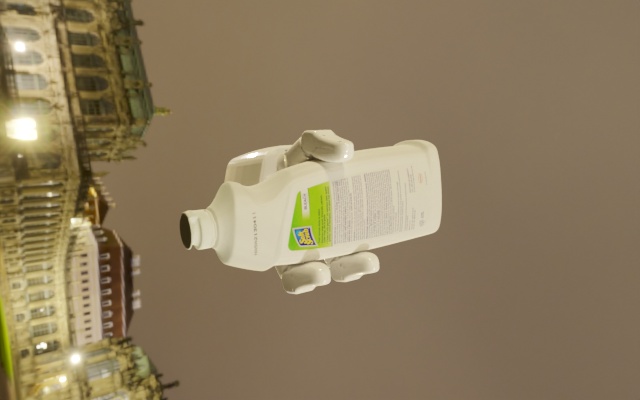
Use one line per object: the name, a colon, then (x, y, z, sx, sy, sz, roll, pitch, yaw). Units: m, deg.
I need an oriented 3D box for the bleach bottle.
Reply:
bleach bottle: (0.000, 0.002, 0.432, 0.251, 0.102, 0.068, -7, 5, -33)
